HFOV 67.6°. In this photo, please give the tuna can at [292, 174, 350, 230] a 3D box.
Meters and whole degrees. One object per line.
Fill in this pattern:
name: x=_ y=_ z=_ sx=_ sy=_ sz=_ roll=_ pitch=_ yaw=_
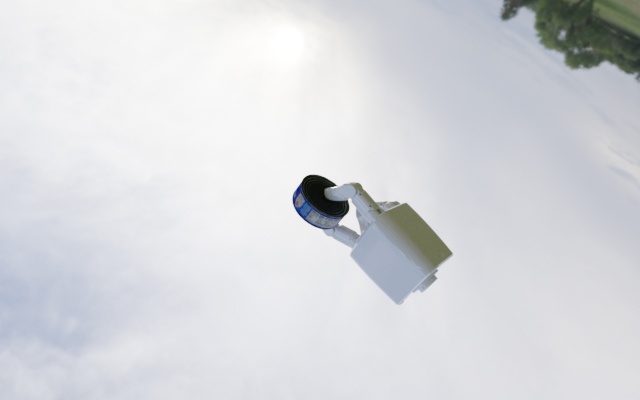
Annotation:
tuna can: x=0.000 y=0.003 z=0.729 sx=0.086 sy=0.086 sz=0.034 roll=0 pitch=-40 yaw=-42
